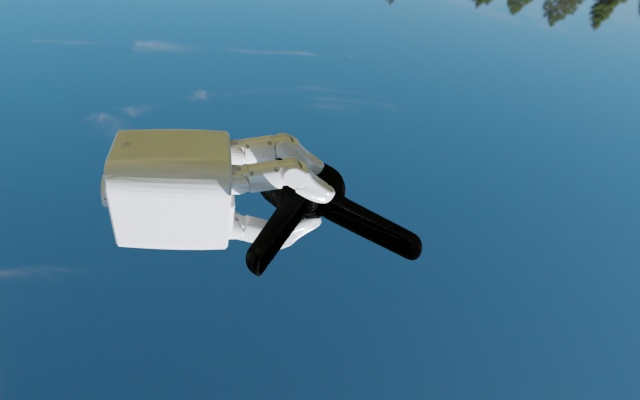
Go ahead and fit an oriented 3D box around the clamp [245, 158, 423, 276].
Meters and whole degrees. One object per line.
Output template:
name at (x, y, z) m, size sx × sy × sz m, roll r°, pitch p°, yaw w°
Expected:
clamp at (0.000, 0.002, 0.493) m, size 0.164 × 0.036 × 0.209 m, roll 2°, pitch 32°, yaw -14°
